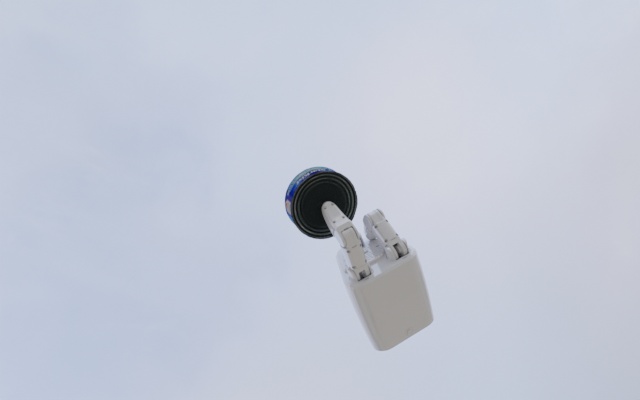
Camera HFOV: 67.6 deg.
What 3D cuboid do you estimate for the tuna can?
[{"bbox_3d":[0.000,0.002,0.588,0.086,0.086,0.033,0,16,-21],"label":"tuna can"}]
